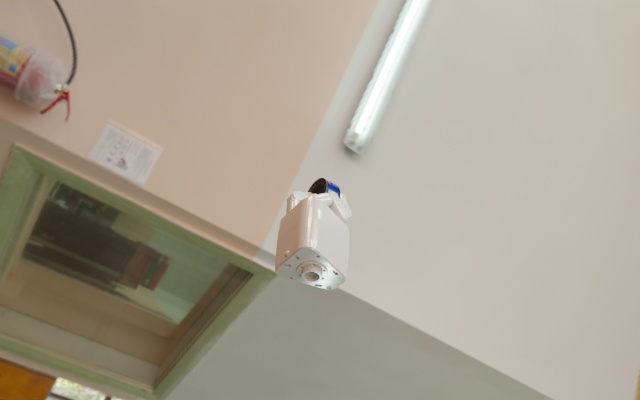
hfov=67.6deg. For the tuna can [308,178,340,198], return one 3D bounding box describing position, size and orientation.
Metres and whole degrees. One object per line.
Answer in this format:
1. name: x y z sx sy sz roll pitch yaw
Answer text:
1. tuna can: 0.001 0.003 0.892 0.034 0.086 0.086 26 -11 -23
